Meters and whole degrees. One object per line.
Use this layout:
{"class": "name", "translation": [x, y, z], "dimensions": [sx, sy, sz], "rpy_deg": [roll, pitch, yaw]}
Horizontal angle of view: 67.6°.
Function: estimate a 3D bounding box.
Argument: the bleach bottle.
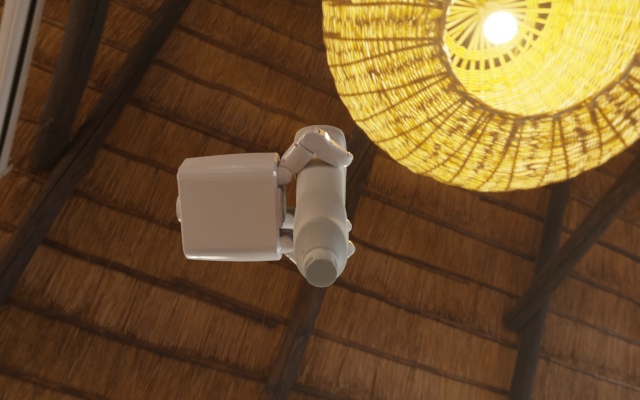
{"class": "bleach bottle", "translation": [0.000, 0.002, 0.519], "dimensions": [0.068, 0.103, 0.250], "rpy_deg": [-1, 25, 0]}
